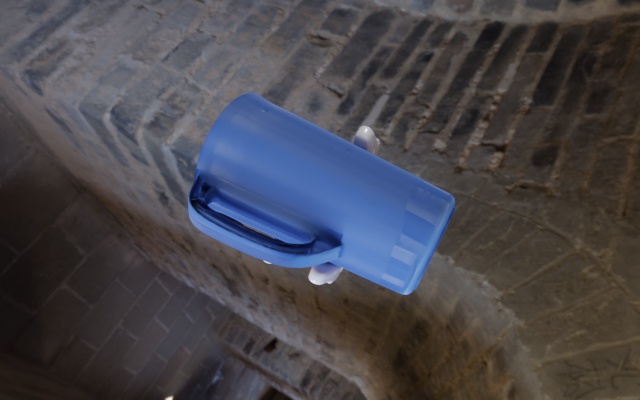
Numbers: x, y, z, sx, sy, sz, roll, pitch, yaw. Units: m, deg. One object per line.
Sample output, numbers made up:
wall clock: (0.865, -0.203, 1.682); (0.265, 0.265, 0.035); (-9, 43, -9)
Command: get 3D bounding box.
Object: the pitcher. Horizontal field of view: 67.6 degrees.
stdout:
pitcher: (0.000, 0.002, 0.482); (0.243, 0.149, 0.145); (26, -2, 14)
